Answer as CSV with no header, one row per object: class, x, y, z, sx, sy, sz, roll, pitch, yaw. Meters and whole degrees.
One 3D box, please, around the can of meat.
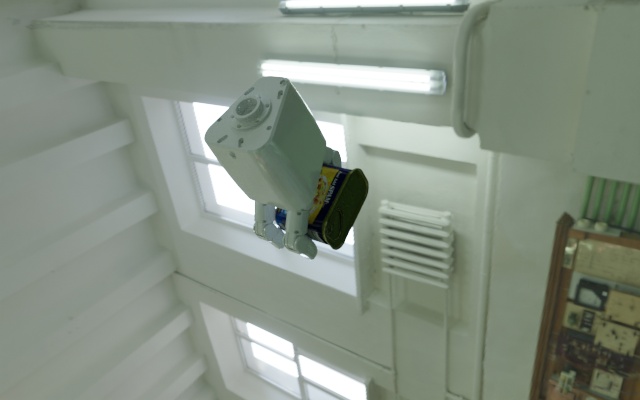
can of meat,0.000,0.002,0.604,0.084,0.102,0.057,14,-23,33
